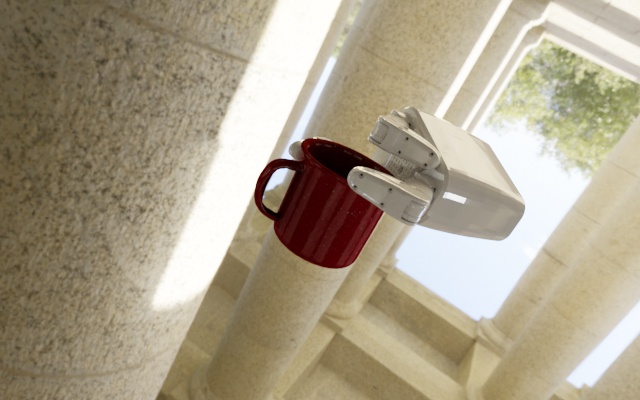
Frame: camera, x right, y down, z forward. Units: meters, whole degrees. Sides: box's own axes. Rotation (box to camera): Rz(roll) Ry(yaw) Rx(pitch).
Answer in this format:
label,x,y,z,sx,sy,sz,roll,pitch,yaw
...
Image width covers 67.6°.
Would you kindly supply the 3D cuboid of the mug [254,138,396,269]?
label,x,y,z,sx,sy,sz,roll,pitch,yaw
mug,-0.001,0.001,0.405,0.117,0.081,0.093,15,25,-27
